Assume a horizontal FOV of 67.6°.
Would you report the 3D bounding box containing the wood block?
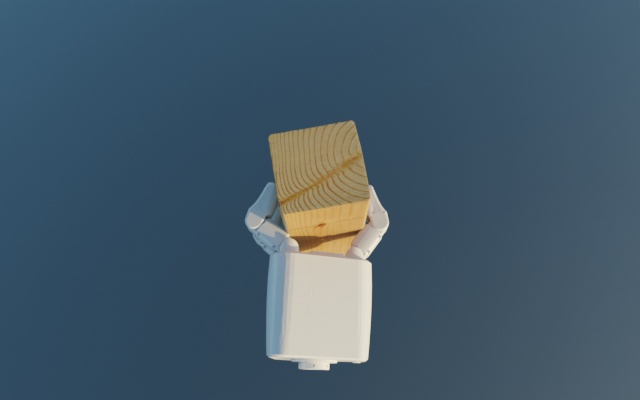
[{"bbox_3d":[0.000,0.002,0.563,0.091,0.090,0.206,-10,-20,-3],"label":"wood block"}]
